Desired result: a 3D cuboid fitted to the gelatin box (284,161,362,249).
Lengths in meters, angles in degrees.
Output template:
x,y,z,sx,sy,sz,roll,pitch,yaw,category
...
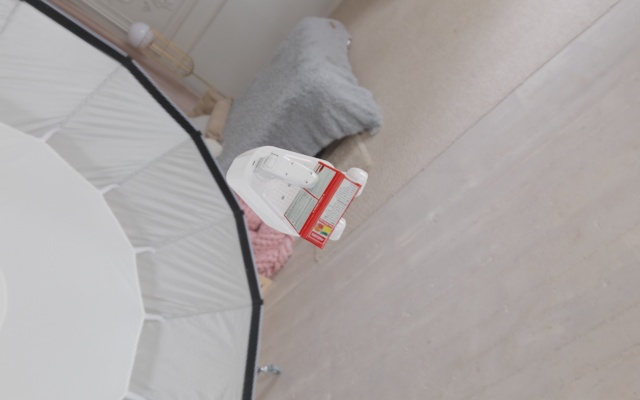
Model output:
x,y,z,sx,sy,sz,roll,pitch,yaw,category
0.000,0.001,0.489,0.030,0.073,0.089,32,2,-18,gelatin box
